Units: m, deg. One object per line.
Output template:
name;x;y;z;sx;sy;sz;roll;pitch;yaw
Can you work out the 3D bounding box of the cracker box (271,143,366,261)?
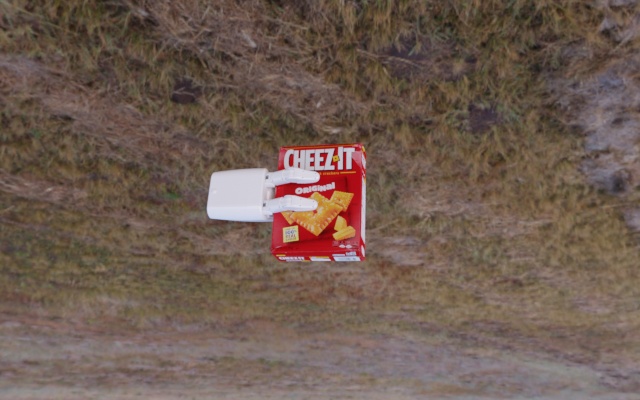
cracker box;0.000;0.003;0.889;0.164;0.213;0.072;-1;-21;11
